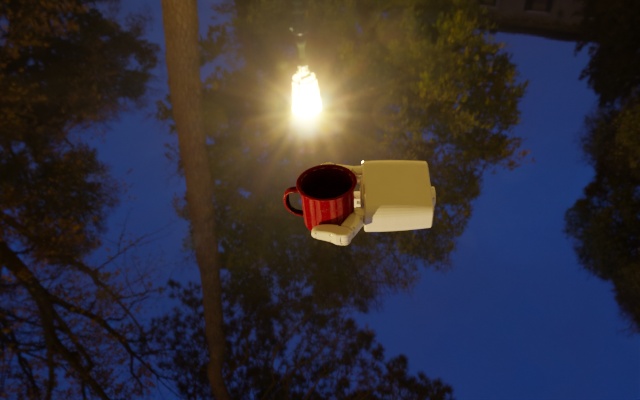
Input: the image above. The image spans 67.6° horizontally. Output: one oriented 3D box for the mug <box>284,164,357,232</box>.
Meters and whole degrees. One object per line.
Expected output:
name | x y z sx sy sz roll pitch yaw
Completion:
mug | -0.001 0.003 0.752 0.117 0.082 0.093 -1 39 5
